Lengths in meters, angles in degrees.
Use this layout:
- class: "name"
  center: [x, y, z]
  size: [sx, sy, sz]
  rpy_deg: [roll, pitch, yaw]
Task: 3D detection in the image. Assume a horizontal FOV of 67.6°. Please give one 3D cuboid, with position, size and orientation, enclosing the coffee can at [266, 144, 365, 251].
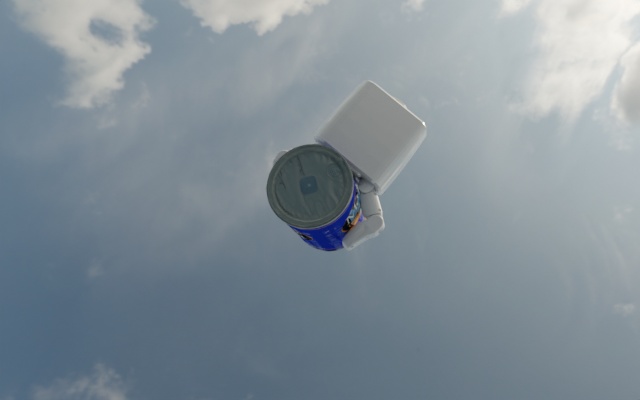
- class: "coffee can"
  center: [0.000, 0.002, 0.614]
  size: [0.103, 0.102, 0.140]
  rpy_deg: [0, -17, 12]
